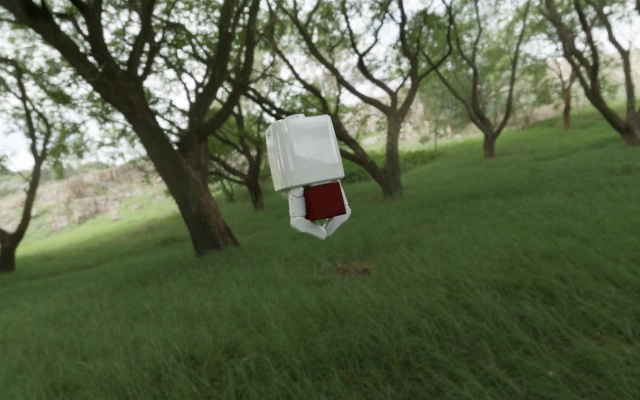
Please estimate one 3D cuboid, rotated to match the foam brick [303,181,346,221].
[{"bbox_3d":[0.000,0.003,0.749,0.053,0.051,0.078,-12,1,-16],"label":"foam brick"}]
